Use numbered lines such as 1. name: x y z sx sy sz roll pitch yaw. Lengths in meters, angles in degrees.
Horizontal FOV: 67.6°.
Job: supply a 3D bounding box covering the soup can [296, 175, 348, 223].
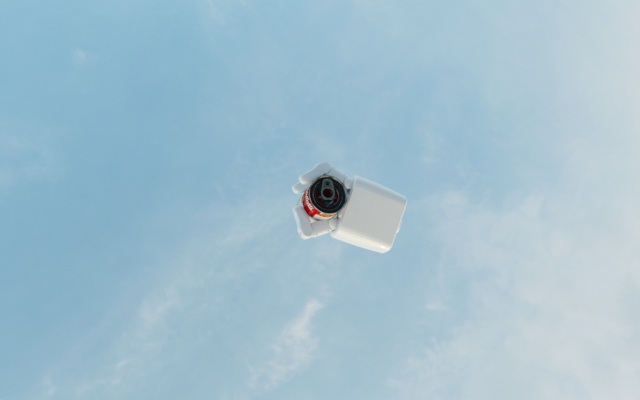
1. soup can: 0.000 0.003 0.847 0.068 0.068 0.102 0 -15 -16
